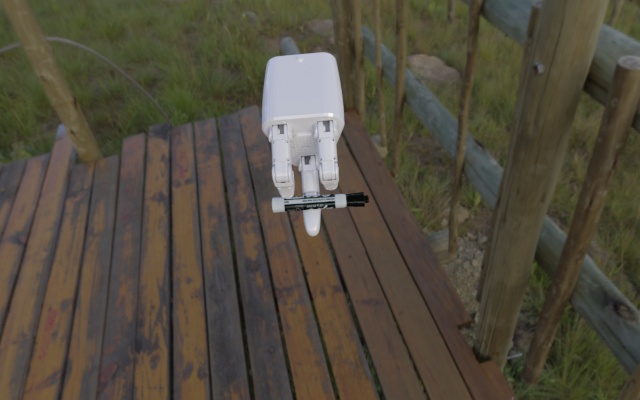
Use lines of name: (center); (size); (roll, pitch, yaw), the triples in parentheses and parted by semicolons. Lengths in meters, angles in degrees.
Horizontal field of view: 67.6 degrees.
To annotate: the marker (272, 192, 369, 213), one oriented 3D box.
marker: (0.000, 0.002, 0.601); (0.121, 0.020, 0.020); (-4, 0, 2)
